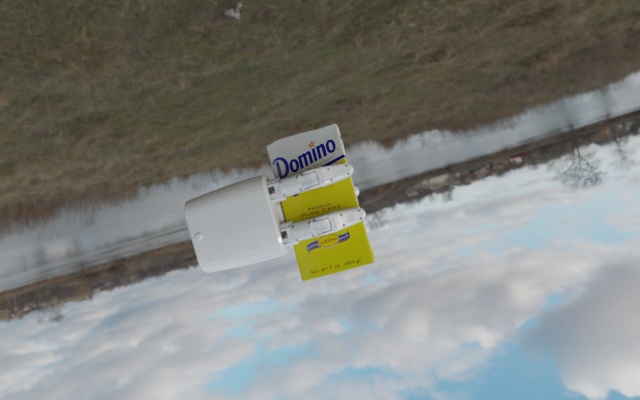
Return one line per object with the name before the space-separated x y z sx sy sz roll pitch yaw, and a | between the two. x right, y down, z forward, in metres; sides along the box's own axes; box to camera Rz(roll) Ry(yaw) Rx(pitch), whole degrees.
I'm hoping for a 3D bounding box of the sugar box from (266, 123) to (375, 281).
sugar box | 0.000 0.002 0.593 0.093 0.176 0.048 -16 1 6
